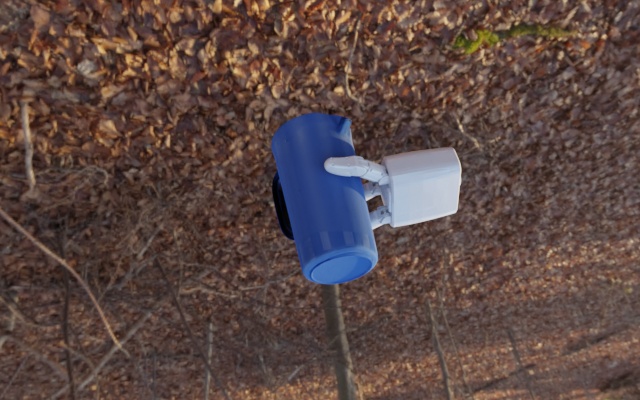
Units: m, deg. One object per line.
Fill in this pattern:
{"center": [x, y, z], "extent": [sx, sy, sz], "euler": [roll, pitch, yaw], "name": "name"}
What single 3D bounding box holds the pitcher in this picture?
{"center": [0.000, 0.002, 0.727], "extent": [0.145, 0.242, 0.149], "euler": [-10, -32, -4], "name": "pitcher"}
